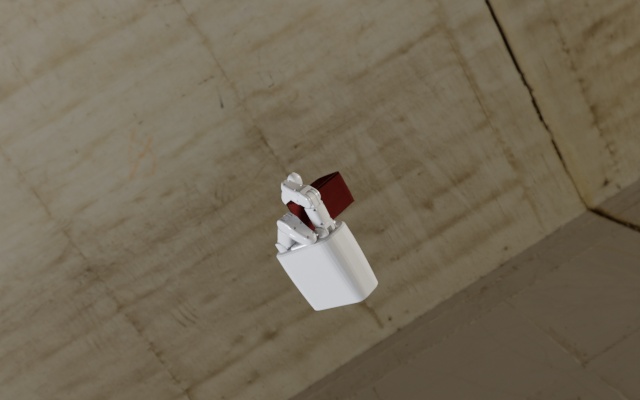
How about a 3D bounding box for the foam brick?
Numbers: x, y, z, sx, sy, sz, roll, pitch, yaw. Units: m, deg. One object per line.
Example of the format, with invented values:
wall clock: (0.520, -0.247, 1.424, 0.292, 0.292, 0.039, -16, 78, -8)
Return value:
foam brick: (0.000, 0.002, 0.699, 0.078, 0.051, 0.053, -40, 14, -33)
